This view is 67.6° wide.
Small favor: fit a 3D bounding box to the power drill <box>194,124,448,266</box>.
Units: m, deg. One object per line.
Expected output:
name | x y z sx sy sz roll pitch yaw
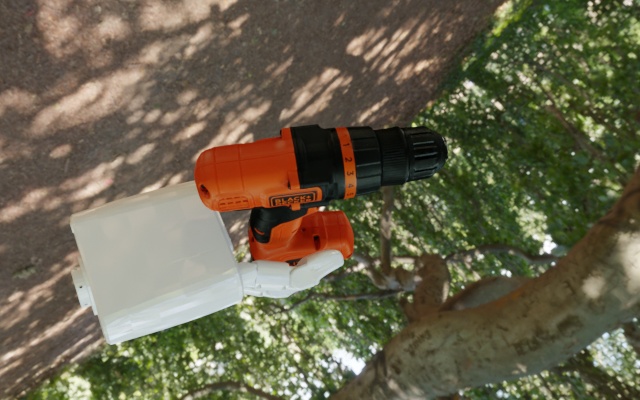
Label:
power drill | 0.000 0.002 0.410 0.184 0.057 0.188 -6 -25 -5
